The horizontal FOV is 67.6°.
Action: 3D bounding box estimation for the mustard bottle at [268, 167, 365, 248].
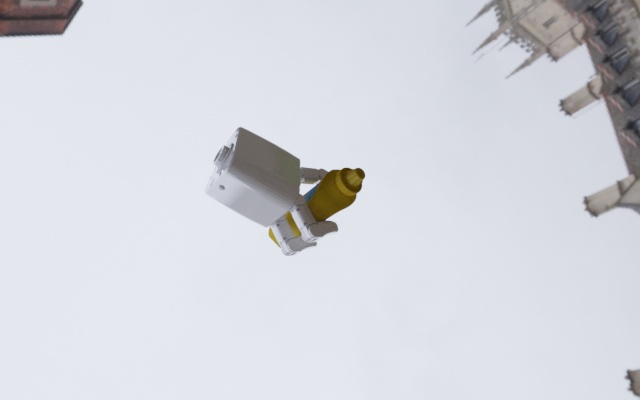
[{"bbox_3d":[0.000,0.003,0.723,0.192,0.058,0.096,-37,6,44],"label":"mustard bottle"}]
